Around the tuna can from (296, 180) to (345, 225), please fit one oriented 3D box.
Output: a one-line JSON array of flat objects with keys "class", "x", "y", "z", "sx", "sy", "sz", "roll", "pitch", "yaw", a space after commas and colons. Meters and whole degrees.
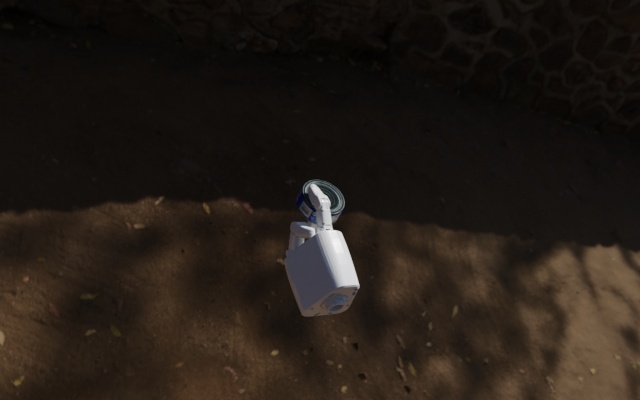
[{"class": "tuna can", "x": 0.000, "y": 0.002, "z": 0.875, "sx": 0.086, "sy": 0.086, "sz": 0.034, "roll": 0, "pitch": -40, "yaw": -30}]
